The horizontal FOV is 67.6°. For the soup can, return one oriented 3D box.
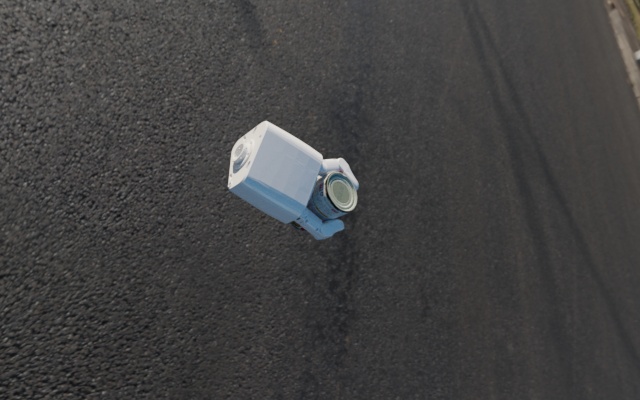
[{"bbox_3d":[0.001,0.003,0.762,0.068,0.068,0.102,0,-19,-45],"label":"soup can"}]
